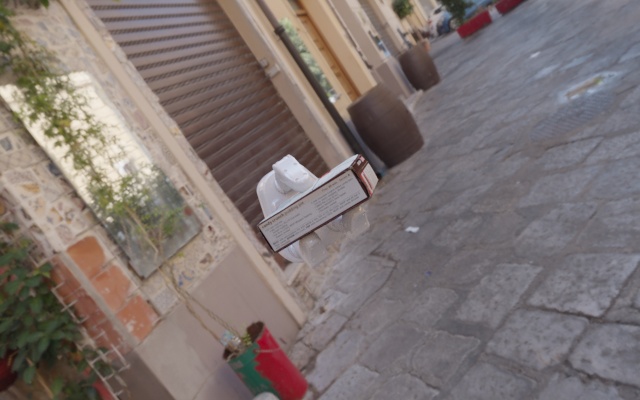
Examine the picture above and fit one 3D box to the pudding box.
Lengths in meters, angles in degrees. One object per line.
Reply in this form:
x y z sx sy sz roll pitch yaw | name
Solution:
0.000 0.001 0.481 0.113 0.039 0.090 -33 6 16 | pudding box
